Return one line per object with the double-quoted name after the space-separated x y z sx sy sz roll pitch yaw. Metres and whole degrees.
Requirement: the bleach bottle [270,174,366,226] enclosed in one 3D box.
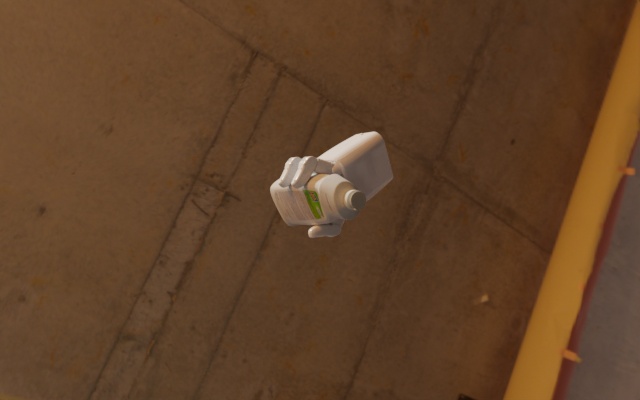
0.000 0.003 0.831 0.068 0.102 0.251 -35 18 -23 "bleach bottle"
